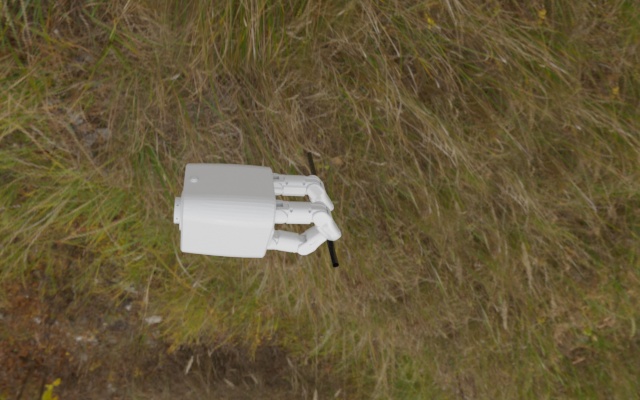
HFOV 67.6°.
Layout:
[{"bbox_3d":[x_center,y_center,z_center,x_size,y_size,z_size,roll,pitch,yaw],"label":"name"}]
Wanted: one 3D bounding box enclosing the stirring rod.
[{"bbox_3d":[0.000,0.002,0.666,0.011,0.011,0.239,0,39,-11],"label":"stirring rod"}]
